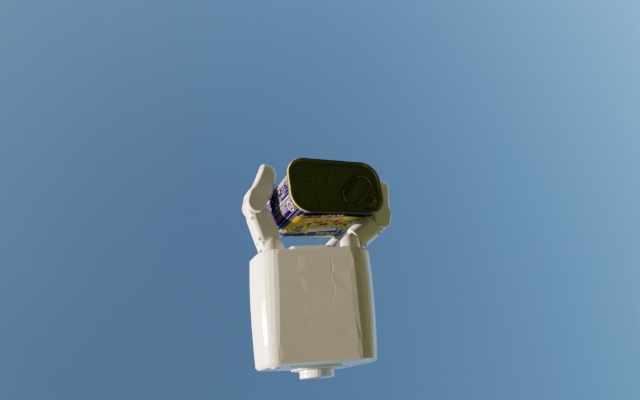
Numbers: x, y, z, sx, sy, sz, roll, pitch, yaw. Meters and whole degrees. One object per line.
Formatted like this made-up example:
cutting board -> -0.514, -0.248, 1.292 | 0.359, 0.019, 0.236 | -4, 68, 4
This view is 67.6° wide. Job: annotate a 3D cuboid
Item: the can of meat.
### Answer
can of meat -> 0.000, 0.002, 0.502 | 0.102, 0.057, 0.084 | 2, -24, -25
